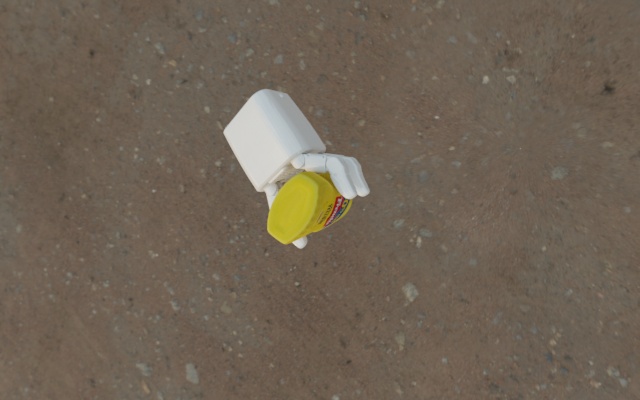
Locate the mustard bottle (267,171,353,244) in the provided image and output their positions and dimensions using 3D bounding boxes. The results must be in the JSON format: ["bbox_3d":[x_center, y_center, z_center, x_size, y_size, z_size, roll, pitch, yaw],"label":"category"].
[{"bbox_3d":[0.000,0.002,0.682,0.058,0.096,0.191,34,17,16],"label":"mustard bottle"}]
